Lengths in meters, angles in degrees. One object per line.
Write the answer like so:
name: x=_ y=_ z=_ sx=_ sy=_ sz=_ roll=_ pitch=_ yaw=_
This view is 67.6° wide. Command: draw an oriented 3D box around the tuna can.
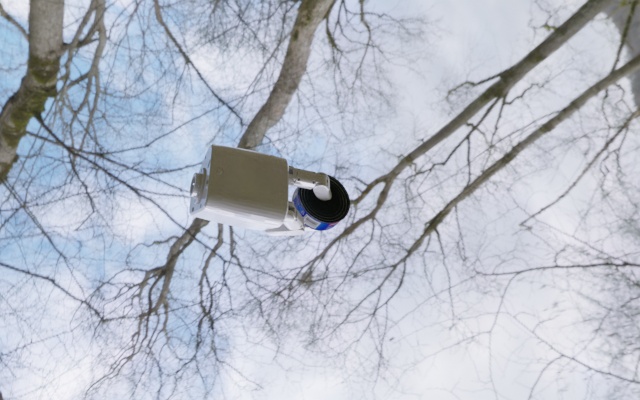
tuna can: x=0.000 y=0.003 z=0.731 sx=0.086 sy=0.086 sz=0.034 roll=0 pitch=-27 yaw=-28
